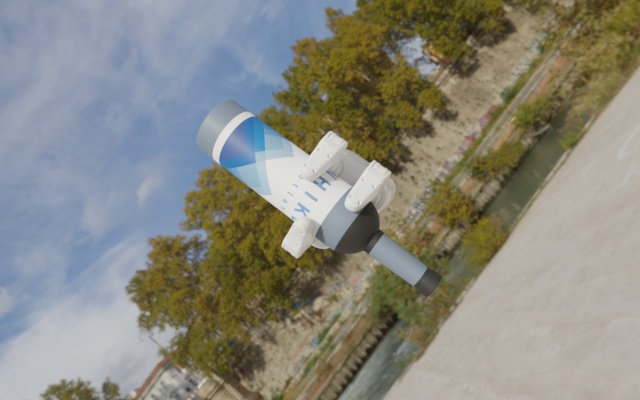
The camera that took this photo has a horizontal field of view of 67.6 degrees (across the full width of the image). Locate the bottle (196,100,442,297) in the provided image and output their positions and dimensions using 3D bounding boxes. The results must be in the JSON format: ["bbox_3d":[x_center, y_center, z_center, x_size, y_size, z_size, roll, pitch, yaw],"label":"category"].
[{"bbox_3d":[0.000,0.002,0.511,0.295,0.069,0.069,37,7,10],"label":"bottle"}]
